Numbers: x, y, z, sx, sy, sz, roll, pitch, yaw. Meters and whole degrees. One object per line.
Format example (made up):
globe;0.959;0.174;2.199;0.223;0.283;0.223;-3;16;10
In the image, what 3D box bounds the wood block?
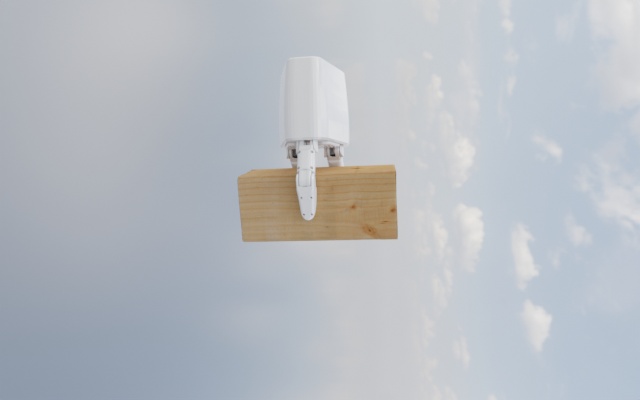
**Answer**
wood block;0.000;0.002;0.658;0.206;0.090;0.091;-2;10;7
